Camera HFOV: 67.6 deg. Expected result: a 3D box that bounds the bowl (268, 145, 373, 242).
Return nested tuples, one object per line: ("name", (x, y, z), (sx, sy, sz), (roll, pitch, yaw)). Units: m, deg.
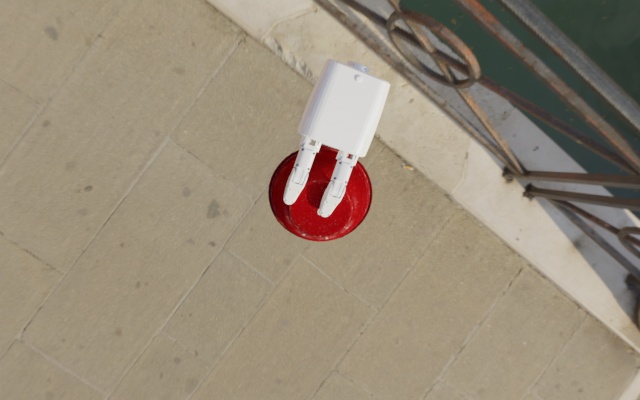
("bowl", (0.000, 0.004, 0.716), (0.162, 0.162, 0.055), (0, 24, 0))
